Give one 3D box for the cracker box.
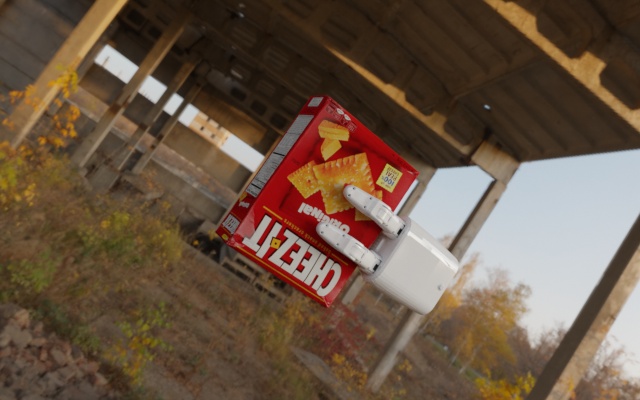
[{"bbox_3d":[0.000,0.002,0.602,0.164,0.213,0.072,37,-6,-24],"label":"cracker box"}]
